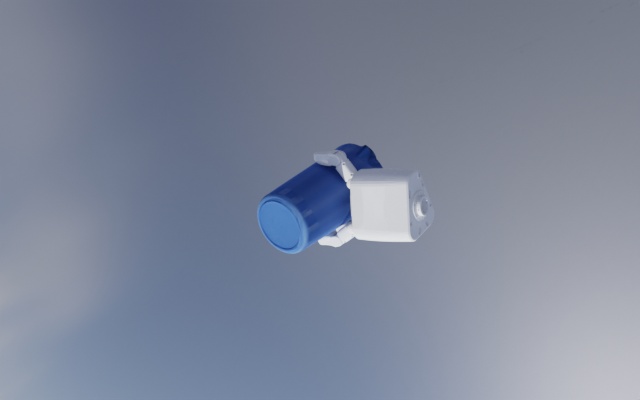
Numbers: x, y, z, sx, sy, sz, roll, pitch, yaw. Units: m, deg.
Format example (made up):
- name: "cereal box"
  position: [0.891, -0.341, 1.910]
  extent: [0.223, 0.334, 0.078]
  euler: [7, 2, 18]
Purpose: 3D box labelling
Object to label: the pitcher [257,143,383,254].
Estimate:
- name: "pitcher"
  position: [0.000, 0.003, 0.861]
  extent: [0.145, 0.149, 0.242]
  euler: [1, 23, 39]
